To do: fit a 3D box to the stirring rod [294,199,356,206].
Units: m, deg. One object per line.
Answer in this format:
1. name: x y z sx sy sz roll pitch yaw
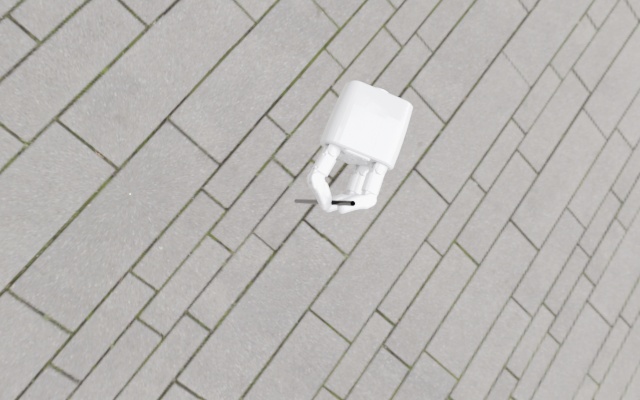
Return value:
1. stirring rod: 0.000 0.002 0.765 0.011 0.011 0.239 0 1 -22
